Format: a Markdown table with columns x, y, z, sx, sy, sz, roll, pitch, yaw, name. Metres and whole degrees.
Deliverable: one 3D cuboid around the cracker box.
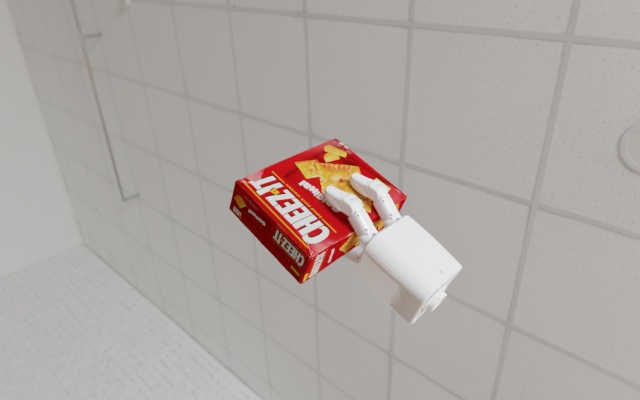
| x | y | z | sx | sy | sz | roll | pitch | yaw | name |
| --- | --- | --- | --- | --- | --- | --- | --- | --- | --- |
| 0.000 | 0.002 | 0.719 | 0.213 | 0.072 | 0.164 | -28 | 61 | -39 | cracker box |
